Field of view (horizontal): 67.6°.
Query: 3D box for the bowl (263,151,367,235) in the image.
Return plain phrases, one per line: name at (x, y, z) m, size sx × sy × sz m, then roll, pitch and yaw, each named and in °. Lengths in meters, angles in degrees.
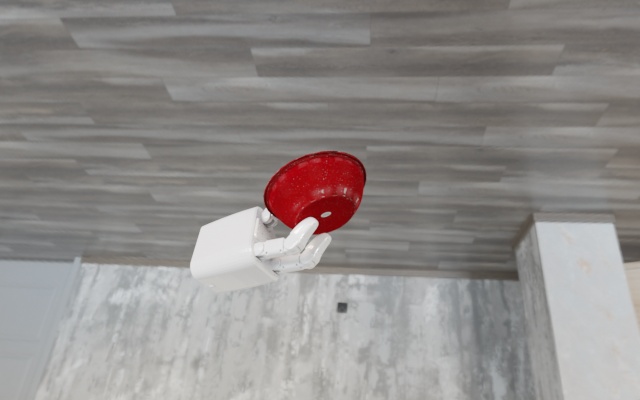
bowl at (0.001, 0.002, 0.706) m, size 0.162 × 0.055 × 0.162 m, roll -13°, pitch -37°, yaw -10°
